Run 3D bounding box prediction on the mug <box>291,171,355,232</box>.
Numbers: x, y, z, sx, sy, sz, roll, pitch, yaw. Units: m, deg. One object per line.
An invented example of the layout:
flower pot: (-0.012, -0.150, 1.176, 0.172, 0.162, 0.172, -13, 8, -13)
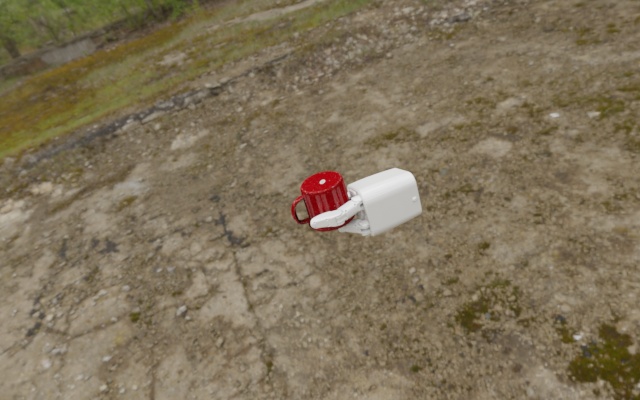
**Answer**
mug: (-0.001, 0.003, 0.886, 0.117, 0.081, 0.093, -22, 29, -9)
